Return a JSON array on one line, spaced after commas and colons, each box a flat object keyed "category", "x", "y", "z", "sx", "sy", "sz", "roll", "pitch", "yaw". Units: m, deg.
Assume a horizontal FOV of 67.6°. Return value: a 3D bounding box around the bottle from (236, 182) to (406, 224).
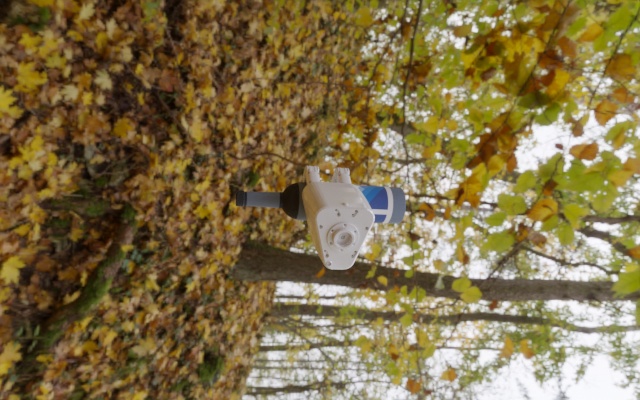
[{"category": "bottle", "x": 0.000, "y": 0.003, "z": 0.843, "sx": 0.296, "sy": 0.069, "sz": 0.069, "roll": 3, "pitch": -1, "yaw": -12}]
